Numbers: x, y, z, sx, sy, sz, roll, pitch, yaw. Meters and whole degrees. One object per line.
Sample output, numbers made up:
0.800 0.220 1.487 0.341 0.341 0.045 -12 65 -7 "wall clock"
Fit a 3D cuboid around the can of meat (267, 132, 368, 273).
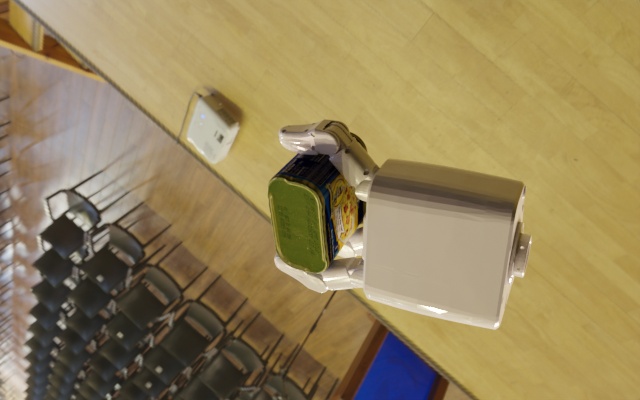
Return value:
0.000 0.001 0.419 0.057 0.102 0.084 14 40 25 "can of meat"
